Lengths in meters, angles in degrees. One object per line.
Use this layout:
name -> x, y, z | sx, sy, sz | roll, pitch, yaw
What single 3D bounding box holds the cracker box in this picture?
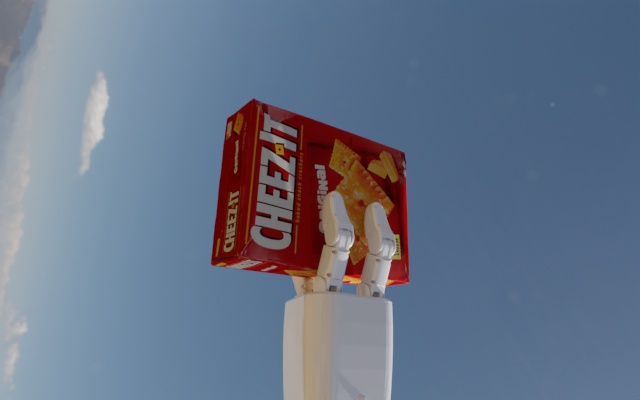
cracker box -> 0.000, 0.002, 0.525 | 0.214, 0.164, 0.072 | 14, -21, -33
